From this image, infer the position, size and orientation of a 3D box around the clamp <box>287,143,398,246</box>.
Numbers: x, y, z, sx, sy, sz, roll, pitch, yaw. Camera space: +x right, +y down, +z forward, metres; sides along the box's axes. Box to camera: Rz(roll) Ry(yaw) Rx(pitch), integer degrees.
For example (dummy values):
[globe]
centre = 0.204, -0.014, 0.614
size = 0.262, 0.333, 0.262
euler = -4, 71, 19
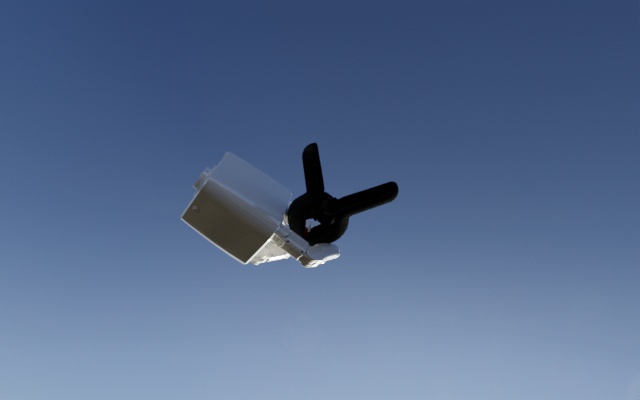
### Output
[clamp]
centre = 0.000, 0.002, 0.592
size = 0.120, 0.039, 0.171
euler = 36, -50, -12
